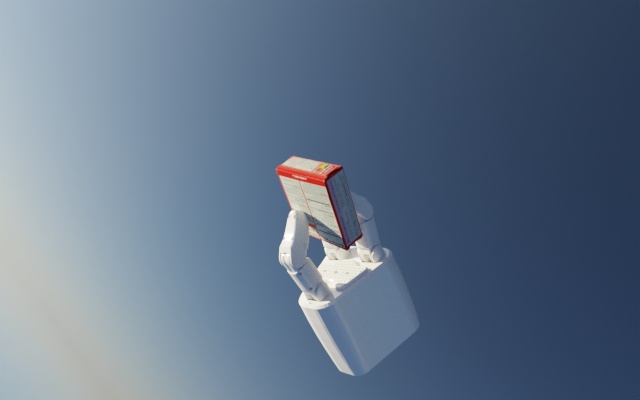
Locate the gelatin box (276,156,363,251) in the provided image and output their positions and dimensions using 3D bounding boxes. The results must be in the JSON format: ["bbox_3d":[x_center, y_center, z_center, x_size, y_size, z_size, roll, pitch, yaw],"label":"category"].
[{"bbox_3d":[0.000,0.002,0.493,0.073,0.089,0.030,17,47,44],"label":"gelatin box"}]
